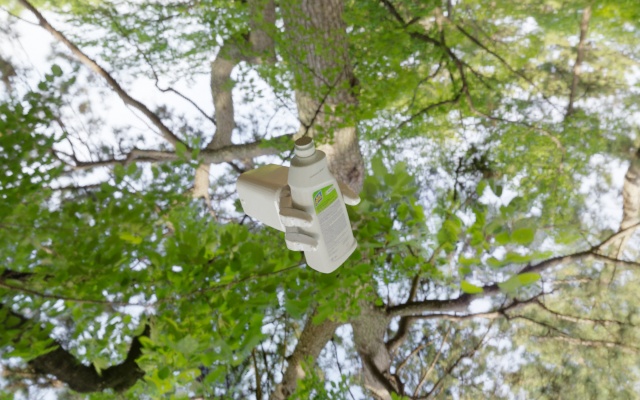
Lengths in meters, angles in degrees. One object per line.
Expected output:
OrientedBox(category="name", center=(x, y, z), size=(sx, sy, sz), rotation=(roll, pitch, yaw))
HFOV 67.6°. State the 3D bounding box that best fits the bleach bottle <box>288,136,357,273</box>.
OrientedBox(category="bleach bottle", center=(0.000, 0.003, 0.810), size=(0.068, 0.251, 0.102), rotation=(19, 46, 34))
